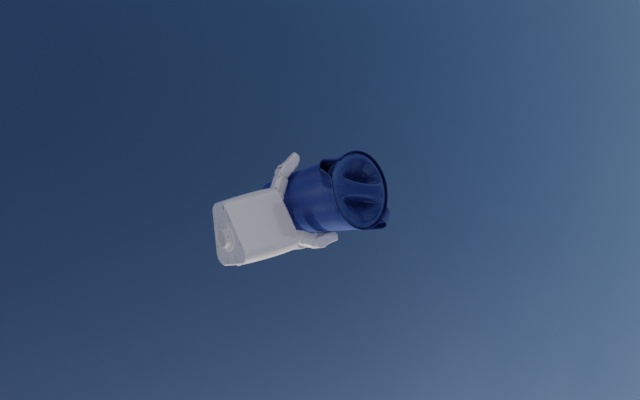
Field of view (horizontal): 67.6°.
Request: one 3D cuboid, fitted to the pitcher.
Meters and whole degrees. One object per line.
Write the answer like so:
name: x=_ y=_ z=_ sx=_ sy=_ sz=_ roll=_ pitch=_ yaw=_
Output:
pitcher: x=0.000 y=0.003 z=0.878 sx=0.145 sy=0.149 sz=0.243 roll=-19 pitch=6 yaw=-41
